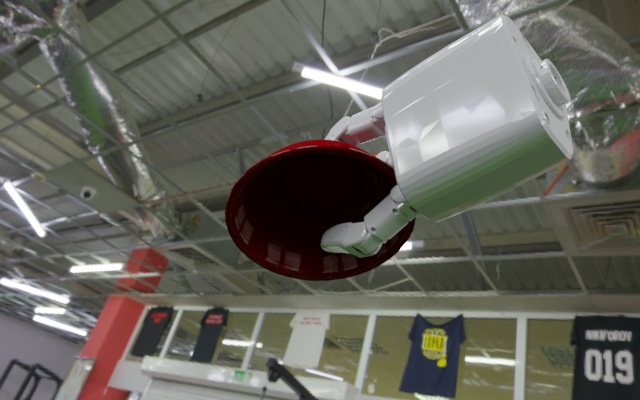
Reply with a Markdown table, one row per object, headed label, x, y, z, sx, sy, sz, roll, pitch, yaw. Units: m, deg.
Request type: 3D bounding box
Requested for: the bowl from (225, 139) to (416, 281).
| label | x | y | z | sx | sy | sz | roll | pitch | yaw |
| --- | --- | --- | --- | --- | --- | --- | --- | --- | --- |
| bowl | -0.001 | 0.002 | 0.425 | 0.162 | 0.162 | 0.055 | 0 | 43 | -2 |
